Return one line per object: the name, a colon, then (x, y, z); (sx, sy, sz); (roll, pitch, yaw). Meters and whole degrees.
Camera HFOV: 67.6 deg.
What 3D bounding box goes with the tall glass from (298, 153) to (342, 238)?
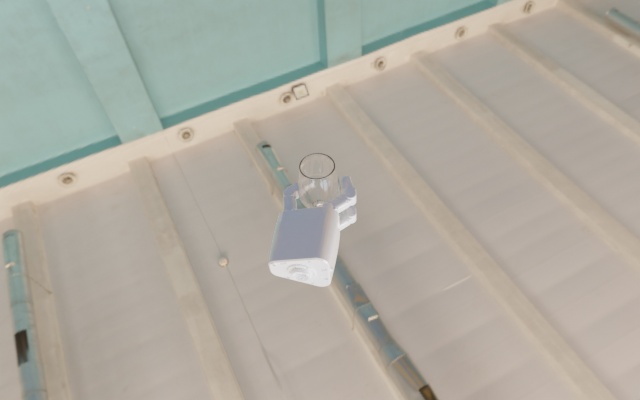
tall glass: (0.000, 0.003, 0.894); (0.079, 0.079, 0.201); (0, -39, 5)
